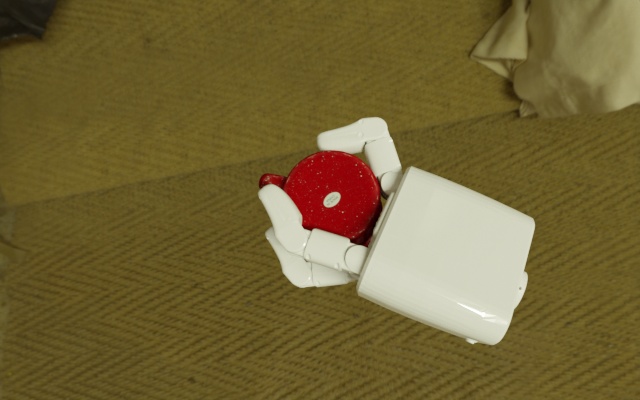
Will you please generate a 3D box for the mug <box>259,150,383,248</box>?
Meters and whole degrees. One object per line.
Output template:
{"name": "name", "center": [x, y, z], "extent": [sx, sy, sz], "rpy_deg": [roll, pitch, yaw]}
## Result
{"name": "mug", "center": [-0.001, 0.001, 0.422], "extent": [0.117, 0.093, 0.081], "rpy_deg": [22, -11, 9]}
